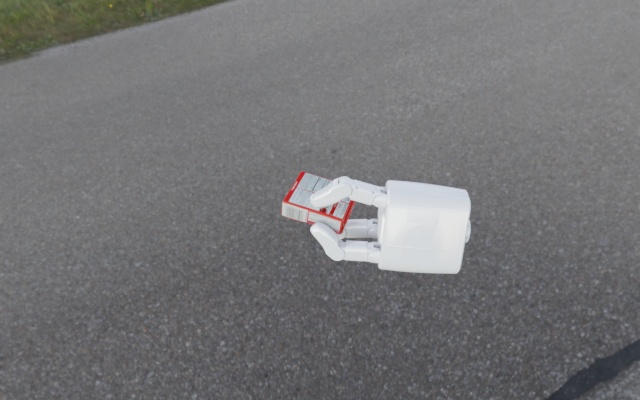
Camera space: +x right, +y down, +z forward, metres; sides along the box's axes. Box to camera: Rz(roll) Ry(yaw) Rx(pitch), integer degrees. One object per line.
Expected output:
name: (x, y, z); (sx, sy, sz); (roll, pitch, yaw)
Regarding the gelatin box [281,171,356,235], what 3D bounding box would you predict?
gelatin box: (0.000, 0.002, 0.659); (0.089, 0.030, 0.073); (18, 43, 9)
